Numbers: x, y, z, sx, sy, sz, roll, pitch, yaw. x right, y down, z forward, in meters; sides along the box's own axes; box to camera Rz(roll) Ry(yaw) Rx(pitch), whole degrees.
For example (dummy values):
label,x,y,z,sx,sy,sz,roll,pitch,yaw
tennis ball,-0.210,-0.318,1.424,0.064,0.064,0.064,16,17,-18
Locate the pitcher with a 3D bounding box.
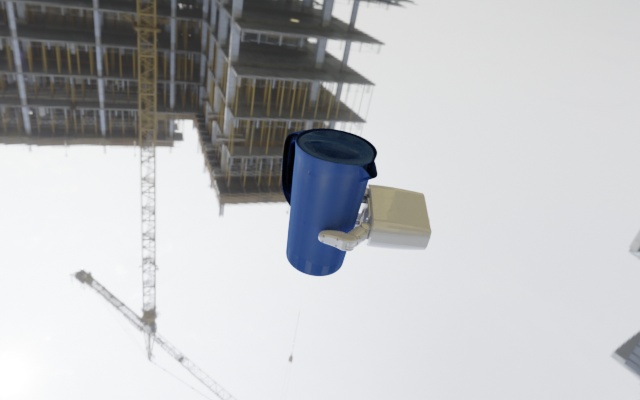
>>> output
label,x,y,z,sx,sy,sz,roll,pitch,yaw
pitcher,0.000,0.003,0.827,0.145,0.243,0.149,6,31,-9
